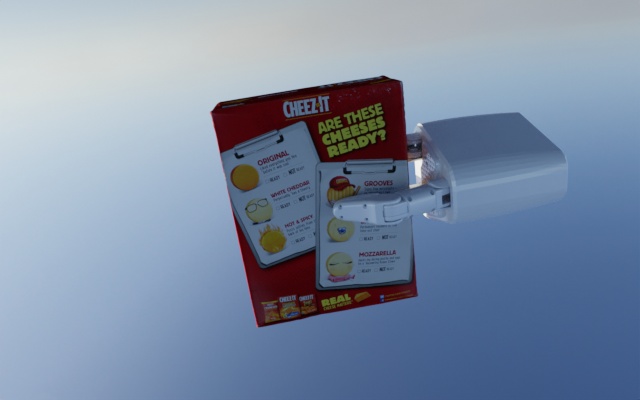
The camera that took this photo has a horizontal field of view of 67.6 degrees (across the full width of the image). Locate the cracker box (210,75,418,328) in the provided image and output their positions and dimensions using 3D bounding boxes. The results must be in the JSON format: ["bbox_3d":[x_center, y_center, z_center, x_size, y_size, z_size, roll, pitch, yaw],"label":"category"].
[{"bbox_3d":[0.000,0.002,0.458,0.164,0.214,0.072,-10,20,-4],"label":"cracker box"}]
